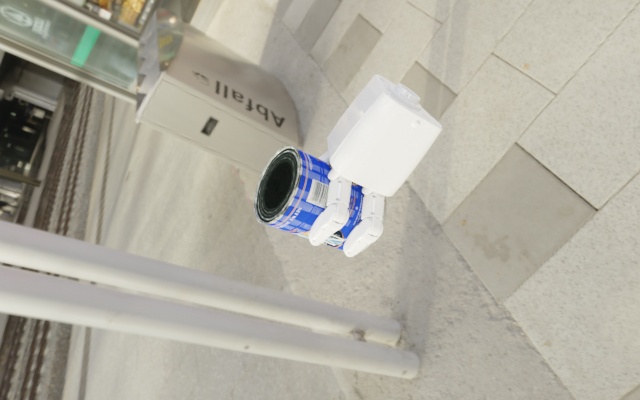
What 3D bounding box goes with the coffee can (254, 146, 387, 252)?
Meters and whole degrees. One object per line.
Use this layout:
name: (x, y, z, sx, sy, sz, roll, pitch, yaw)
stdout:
coffee can: (0.000, 0.002, 0.620, 0.140, 0.103, 0.103, 22, -12, -32)
